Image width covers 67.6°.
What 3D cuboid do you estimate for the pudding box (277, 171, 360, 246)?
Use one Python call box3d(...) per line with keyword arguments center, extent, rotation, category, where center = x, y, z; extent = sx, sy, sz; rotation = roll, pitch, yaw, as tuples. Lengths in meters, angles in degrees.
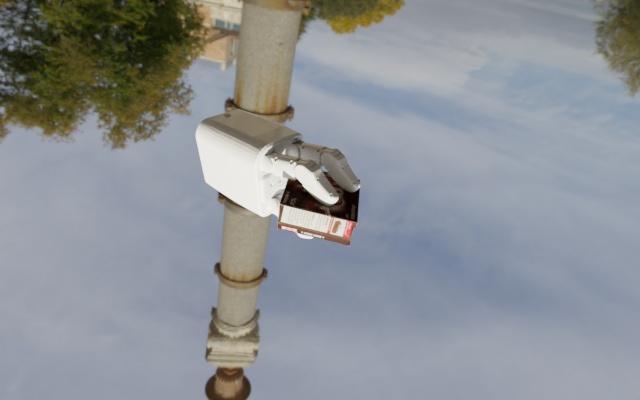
box3d(center=(0.000, 0.002, 0.579), extent=(0.090, 0.039, 0.113), rotation=(13, 31, -1), category="pudding box")
